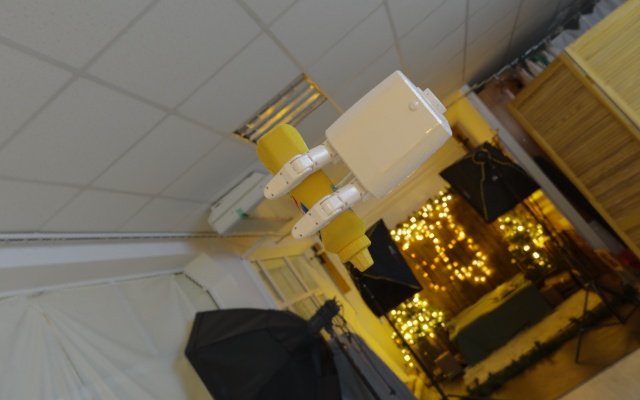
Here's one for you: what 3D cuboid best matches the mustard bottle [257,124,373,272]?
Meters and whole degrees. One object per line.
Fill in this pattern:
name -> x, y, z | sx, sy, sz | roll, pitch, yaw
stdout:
mustard bottle -> 0.000, 0.002, 0.572 | 0.058, 0.191, 0.096 | -36, -11, -4
